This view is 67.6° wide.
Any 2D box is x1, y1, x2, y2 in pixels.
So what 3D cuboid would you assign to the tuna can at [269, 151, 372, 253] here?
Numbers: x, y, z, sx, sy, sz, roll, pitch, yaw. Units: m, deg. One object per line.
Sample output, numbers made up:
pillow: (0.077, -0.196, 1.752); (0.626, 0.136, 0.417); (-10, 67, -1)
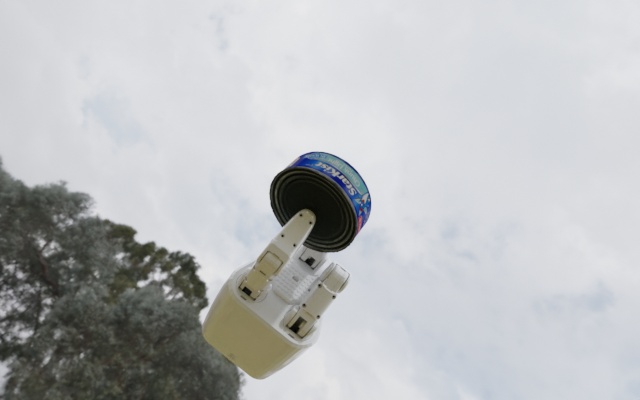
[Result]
tuna can: (0.000, 0.001, 0.413); (0.086, 0.086, 0.033); (0, 32, 36)
